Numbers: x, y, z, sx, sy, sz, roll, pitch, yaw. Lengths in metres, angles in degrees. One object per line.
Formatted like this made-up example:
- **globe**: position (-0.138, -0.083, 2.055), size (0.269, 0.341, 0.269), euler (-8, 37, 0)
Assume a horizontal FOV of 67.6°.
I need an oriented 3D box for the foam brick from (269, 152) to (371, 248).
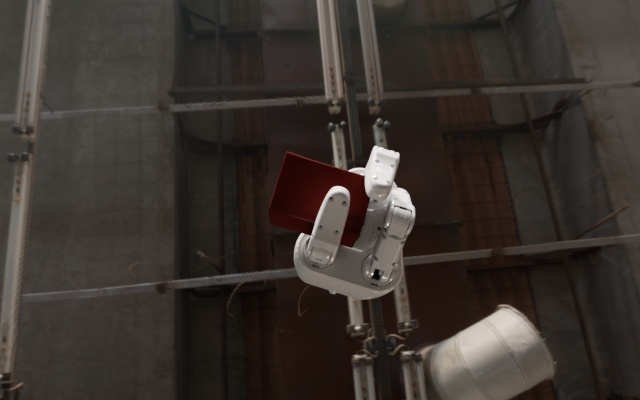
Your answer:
- **foam brick**: position (0.000, 0.001, 0.403), size (0.078, 0.053, 0.051), euler (18, -17, 1)
